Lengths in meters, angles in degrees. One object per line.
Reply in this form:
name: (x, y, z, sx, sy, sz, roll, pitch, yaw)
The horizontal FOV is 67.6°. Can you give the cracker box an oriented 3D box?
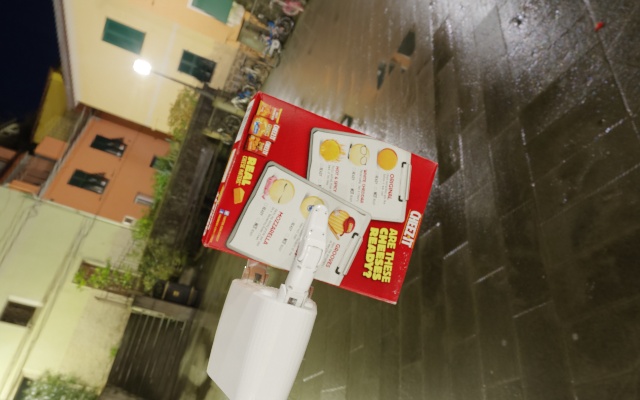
cracker box: (0.000, 0.002, 0.520, 0.214, 0.164, 0.072, 19, -5, -16)
